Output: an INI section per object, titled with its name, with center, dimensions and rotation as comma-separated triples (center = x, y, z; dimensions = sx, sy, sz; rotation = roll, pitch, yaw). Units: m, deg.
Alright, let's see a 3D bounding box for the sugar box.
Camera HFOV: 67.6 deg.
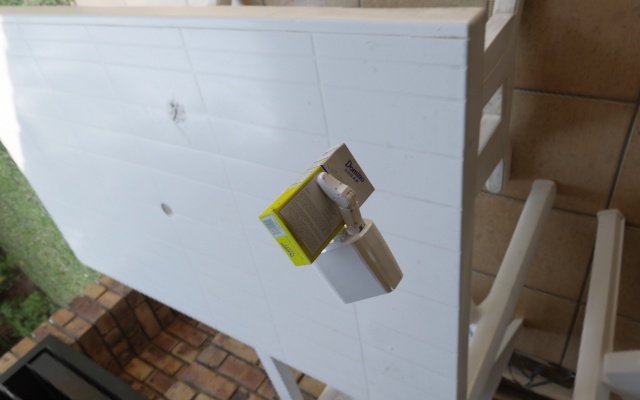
[sugar box]
center = 0.000, 0.003, 0.693
dimensions = 0.048, 0.093, 0.176
rotation = -18, 22, 48
